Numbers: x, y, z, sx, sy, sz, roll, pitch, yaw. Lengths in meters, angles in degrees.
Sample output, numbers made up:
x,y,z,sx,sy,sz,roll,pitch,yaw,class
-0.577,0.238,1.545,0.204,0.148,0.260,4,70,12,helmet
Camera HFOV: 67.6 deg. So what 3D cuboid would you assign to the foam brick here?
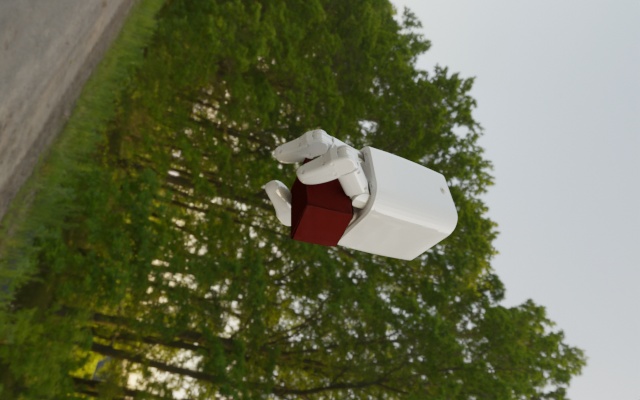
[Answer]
x,y,z,sx,sy,sz,roll,pitch,yaw,class
0.000,0.002,0.508,0.051,0.053,0.078,15,40,-16,foam brick
